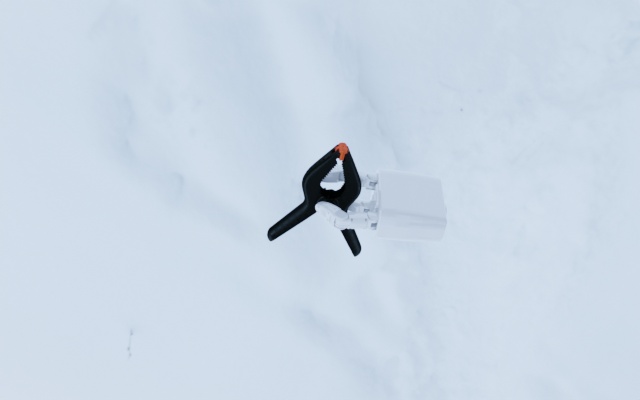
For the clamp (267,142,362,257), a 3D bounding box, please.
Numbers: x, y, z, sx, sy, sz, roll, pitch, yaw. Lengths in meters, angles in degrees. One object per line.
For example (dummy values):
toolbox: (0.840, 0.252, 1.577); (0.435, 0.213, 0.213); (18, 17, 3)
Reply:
clamp: (0.000, 0.003, 0.770); (0.164, 0.210, 0.036); (5, 35, -5)
